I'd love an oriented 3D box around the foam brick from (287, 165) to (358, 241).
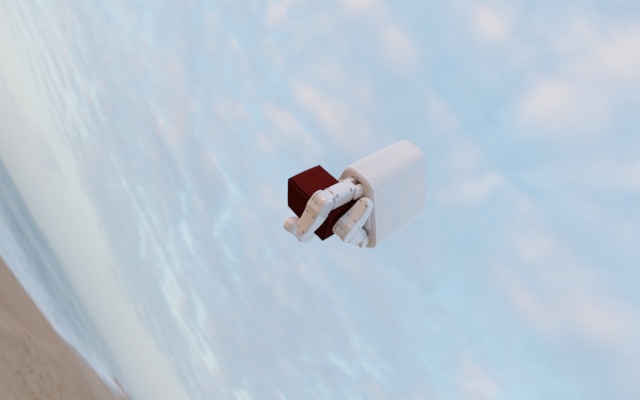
[{"bbox_3d":[0.000,0.002,0.614,0.051,0.053,0.078,-29,57,-28],"label":"foam brick"}]
